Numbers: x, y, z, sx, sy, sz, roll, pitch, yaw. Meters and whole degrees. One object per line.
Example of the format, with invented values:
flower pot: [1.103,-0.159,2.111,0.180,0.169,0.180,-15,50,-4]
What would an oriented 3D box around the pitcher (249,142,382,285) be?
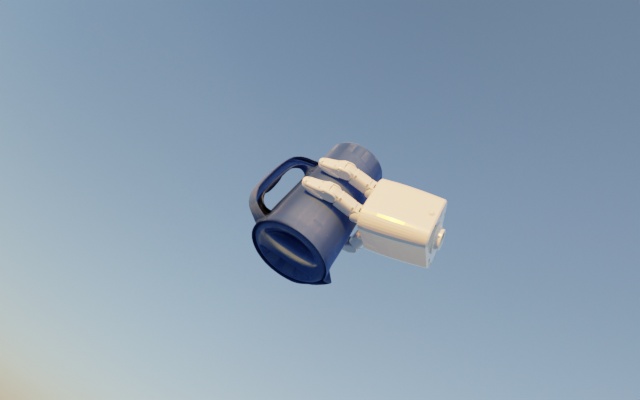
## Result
pitcher: [0.000,0.003,0.781,0.145,0.149,0.242,19,48,22]
